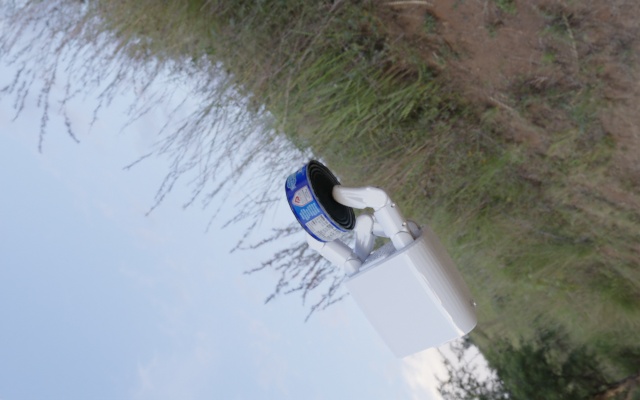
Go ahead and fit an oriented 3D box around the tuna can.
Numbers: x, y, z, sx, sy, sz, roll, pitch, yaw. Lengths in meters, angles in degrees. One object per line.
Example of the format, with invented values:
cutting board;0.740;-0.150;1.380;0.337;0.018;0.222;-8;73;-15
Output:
tuna can;0.000;0.002;0.512;0.034;0.086;0.086;-31;-12;21
